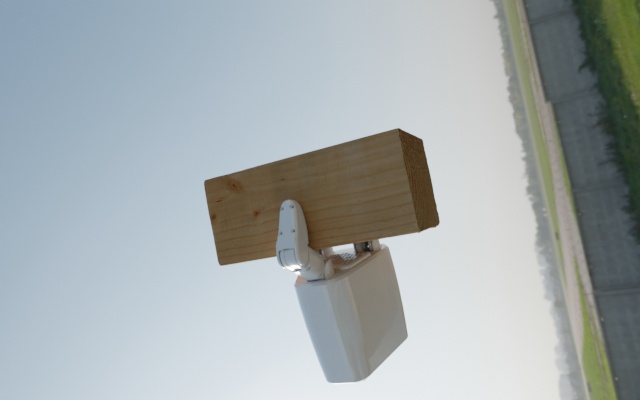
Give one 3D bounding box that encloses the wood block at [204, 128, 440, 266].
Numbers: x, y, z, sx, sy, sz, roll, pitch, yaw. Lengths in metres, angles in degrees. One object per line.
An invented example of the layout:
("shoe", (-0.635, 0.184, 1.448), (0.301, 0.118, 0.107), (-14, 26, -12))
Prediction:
("wood block", (0.000, 0.002, 0.473), (0.206, 0.090, 0.091), (-13, -4, 24))
